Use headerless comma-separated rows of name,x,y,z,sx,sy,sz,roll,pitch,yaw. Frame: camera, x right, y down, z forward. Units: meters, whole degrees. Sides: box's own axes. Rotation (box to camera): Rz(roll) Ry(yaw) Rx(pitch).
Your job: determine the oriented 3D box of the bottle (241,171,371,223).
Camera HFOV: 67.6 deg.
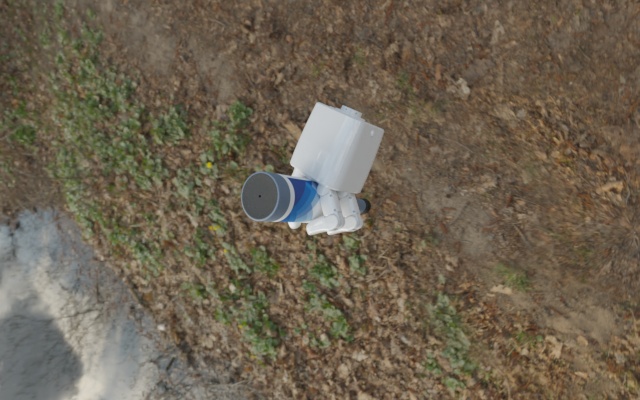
bottle,0.000,0.003,0.753,0.069,0.069,0.296,0,-3,33
